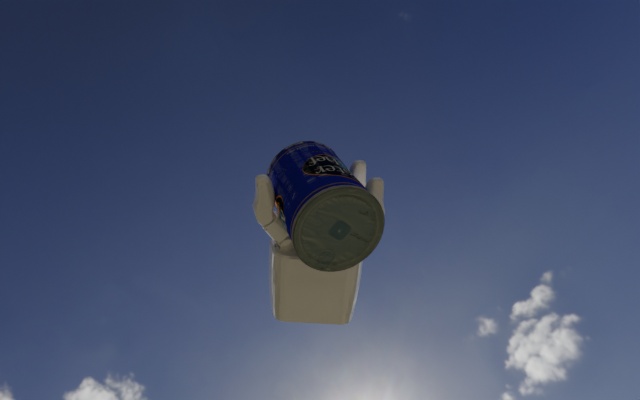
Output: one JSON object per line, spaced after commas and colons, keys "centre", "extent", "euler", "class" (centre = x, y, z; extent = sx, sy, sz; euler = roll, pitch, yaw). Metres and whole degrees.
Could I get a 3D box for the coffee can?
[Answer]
{"centre": [0.000, 0.002, 0.558], "extent": [0.103, 0.103, 0.140], "euler": [0, 26, -19], "class": "coffee can"}
